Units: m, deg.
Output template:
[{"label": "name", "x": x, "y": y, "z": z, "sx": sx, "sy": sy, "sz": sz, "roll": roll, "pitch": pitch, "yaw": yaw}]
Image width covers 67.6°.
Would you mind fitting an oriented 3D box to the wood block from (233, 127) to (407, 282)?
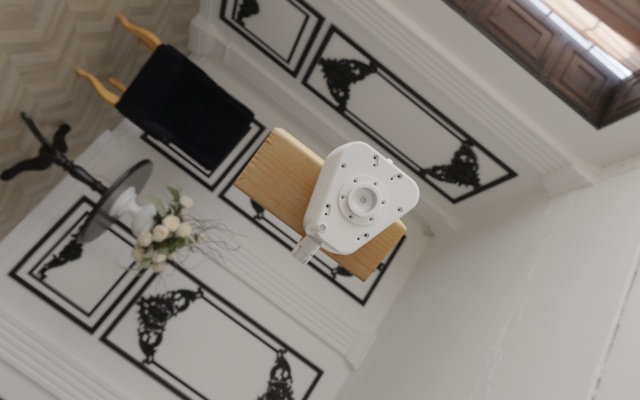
[{"label": "wood block", "x": 0.000, "y": 0.002, "z": 0.632, "sx": 0.206, "sy": 0.091, "sz": 0.090, "roll": 38, "pitch": 7, "yaw": -5}]
